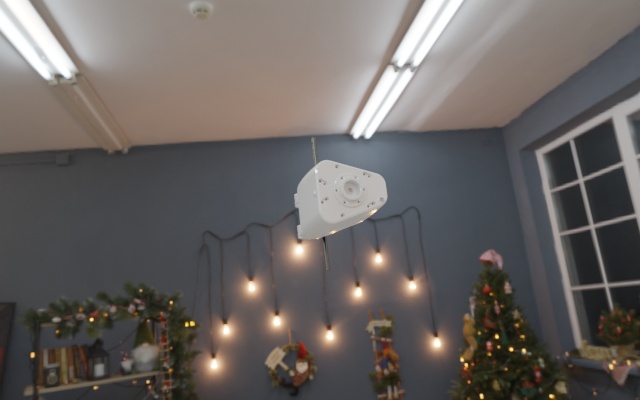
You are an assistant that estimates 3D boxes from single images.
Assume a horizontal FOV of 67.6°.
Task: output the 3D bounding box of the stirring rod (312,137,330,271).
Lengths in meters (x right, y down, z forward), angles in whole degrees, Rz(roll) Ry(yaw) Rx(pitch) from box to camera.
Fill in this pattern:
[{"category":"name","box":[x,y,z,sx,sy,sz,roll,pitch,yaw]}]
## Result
[{"category":"stirring rod","box":[0.000,0.003,0.843,0.011,0.239,0.011,-6,-13,-1]}]
